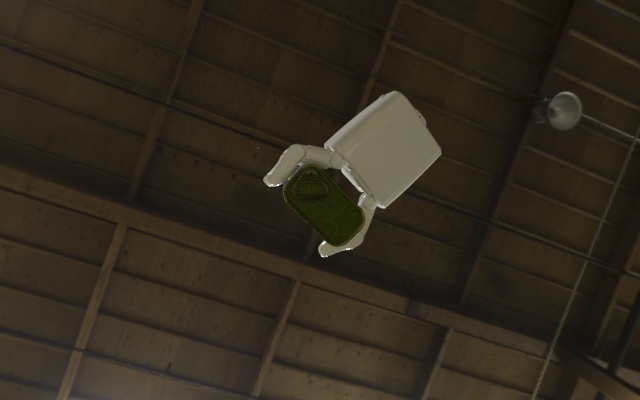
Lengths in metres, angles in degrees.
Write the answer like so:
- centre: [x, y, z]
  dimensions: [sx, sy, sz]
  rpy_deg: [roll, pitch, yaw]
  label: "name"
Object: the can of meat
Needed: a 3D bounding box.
- centre: [0.000, 0.002, 0.593]
  dimensions: [0.102, 0.057, 0.084]
  rpy_deg: [45, 0, -10]
  label: "can of meat"
